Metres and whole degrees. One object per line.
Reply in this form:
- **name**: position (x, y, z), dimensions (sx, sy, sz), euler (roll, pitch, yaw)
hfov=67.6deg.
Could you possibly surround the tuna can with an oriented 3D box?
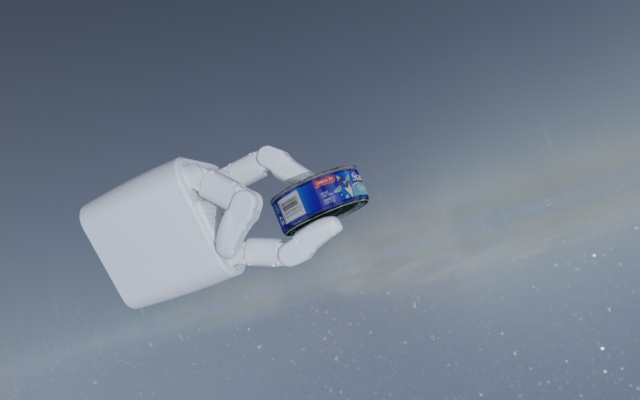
- **tuna can**: position (0.000, 0.002, 0.434), dimensions (0.086, 0.033, 0.086), euler (-22, -9, -4)
